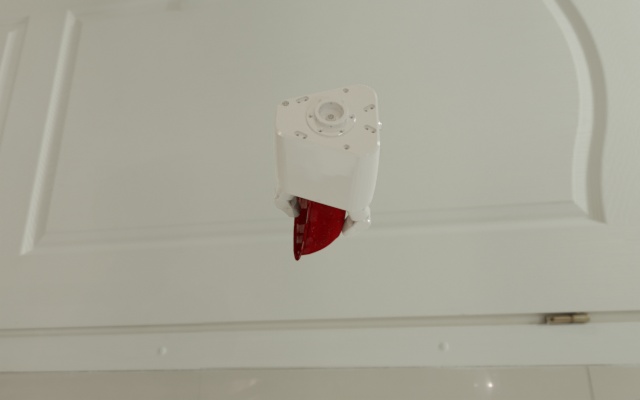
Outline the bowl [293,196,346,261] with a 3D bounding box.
[{"bbox_3d":[0.000,0.002,0.641,0.055,0.162,0.162,6,-1,-9],"label":"bowl"}]
